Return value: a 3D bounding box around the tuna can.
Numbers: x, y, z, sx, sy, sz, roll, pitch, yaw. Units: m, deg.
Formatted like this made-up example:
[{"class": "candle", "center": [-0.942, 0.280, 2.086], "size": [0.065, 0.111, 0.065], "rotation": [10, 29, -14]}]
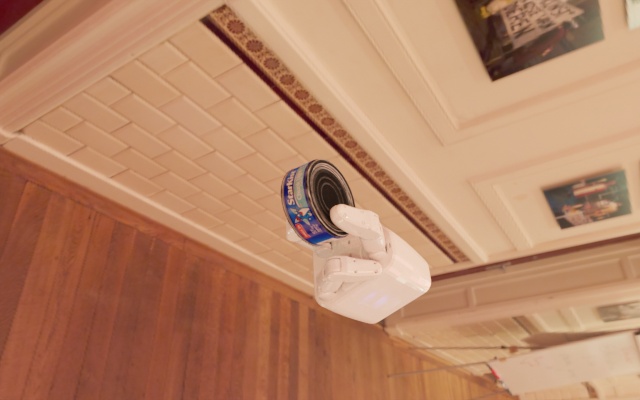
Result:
[{"class": "tuna can", "center": [0.000, 0.001, 0.489], "size": [0.034, 0.086, 0.086], "rotation": [-22, -12, 32]}]
